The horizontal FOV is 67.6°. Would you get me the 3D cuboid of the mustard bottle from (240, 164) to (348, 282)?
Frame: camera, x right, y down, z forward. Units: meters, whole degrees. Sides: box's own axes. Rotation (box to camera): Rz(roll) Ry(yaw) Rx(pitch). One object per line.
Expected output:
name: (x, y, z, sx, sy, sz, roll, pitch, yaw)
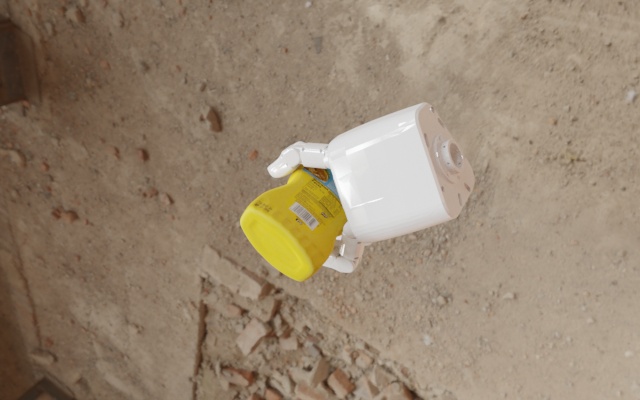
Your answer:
mustard bottle: (0.000, 0.002, 0.547, 0.191, 0.096, 0.058, -44, -4, -48)
